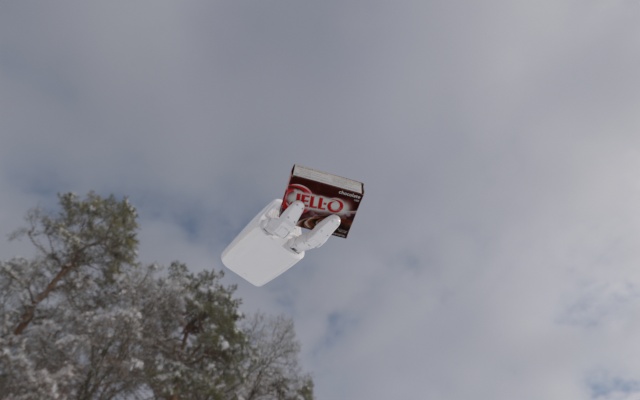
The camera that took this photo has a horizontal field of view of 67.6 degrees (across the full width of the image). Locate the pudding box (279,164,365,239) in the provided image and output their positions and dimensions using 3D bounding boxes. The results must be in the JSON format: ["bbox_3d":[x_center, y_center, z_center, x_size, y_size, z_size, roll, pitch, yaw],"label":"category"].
[{"bbox_3d":[0.000,0.002,0.727,0.113,0.090,0.039,13,37,-7],"label":"pudding box"}]
